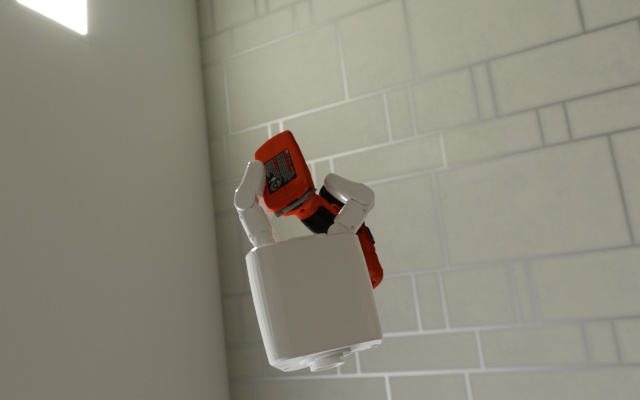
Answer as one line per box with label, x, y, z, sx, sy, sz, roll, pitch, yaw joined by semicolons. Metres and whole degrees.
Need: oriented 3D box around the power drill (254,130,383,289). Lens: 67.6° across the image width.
power drill;0.000;0.002;0.577;0.057;0.184;0.188;-35;-48;12
